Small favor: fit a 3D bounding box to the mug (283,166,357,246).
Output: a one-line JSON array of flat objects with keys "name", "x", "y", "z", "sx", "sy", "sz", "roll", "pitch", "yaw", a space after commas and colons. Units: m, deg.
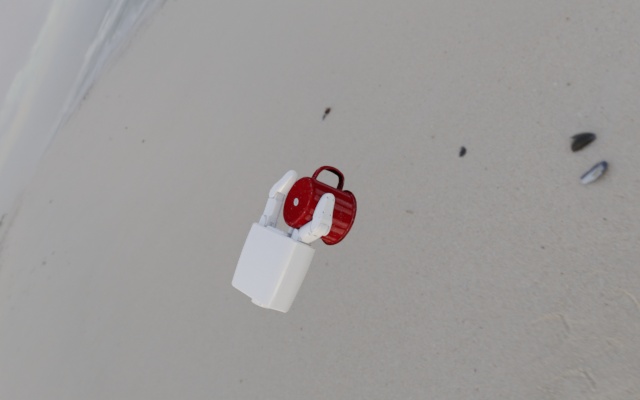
[{"name": "mug", "x": 0.001, "y": 0.001, "z": 0.738, "sx": 0.081, "sy": 0.117, "sz": 0.093, "roll": 23, "pitch": -5, "yaw": -30}]
